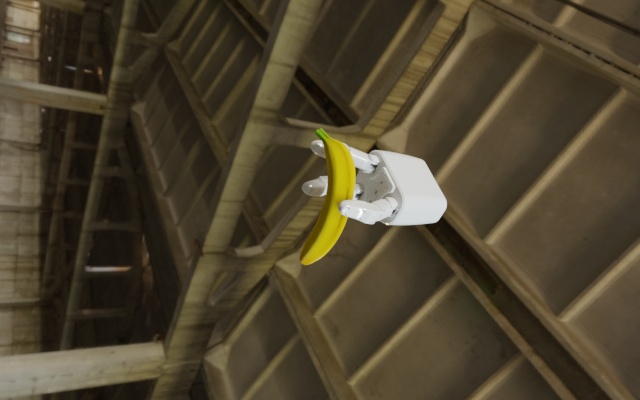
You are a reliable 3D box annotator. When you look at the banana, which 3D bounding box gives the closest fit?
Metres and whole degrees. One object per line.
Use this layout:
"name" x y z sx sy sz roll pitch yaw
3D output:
"banana" 0.013 0.003 0.665 0.037 0.198 0.069 0 12 -43
